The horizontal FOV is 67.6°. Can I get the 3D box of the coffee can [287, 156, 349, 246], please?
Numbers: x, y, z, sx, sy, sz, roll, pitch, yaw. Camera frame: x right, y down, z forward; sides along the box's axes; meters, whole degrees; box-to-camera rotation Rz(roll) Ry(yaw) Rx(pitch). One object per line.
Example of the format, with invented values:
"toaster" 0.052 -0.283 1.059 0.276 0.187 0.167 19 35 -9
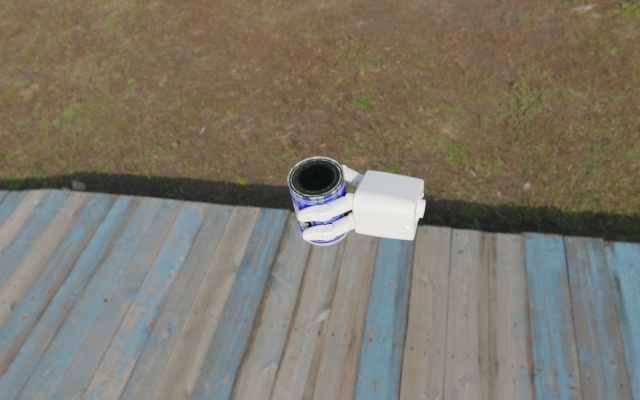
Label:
"coffee can" 0.000 0.003 0.895 0.103 0.102 0.140 0 -41 10
